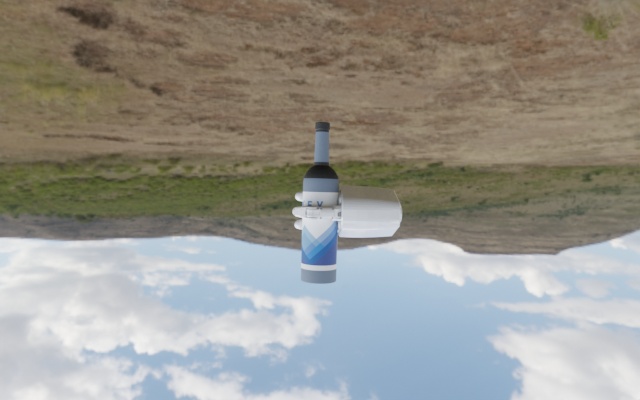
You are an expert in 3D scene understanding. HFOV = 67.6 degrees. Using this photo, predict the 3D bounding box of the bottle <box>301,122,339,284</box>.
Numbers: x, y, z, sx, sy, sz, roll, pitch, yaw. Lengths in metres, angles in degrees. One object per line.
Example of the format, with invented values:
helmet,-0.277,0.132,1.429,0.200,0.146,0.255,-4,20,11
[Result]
bottle,0.000,0.003,0.891,0.069,0.296,0.069,2,2,0
